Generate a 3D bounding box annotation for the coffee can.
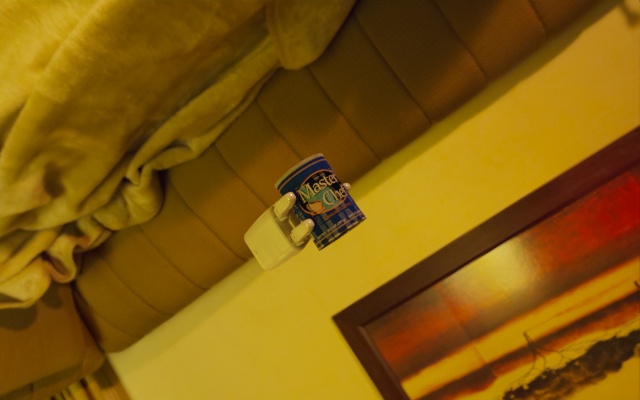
[{"bbox_3d":[0.000,0.003,0.843,0.103,0.140,0.103,-34,-7,-5],"label":"coffee can"}]
